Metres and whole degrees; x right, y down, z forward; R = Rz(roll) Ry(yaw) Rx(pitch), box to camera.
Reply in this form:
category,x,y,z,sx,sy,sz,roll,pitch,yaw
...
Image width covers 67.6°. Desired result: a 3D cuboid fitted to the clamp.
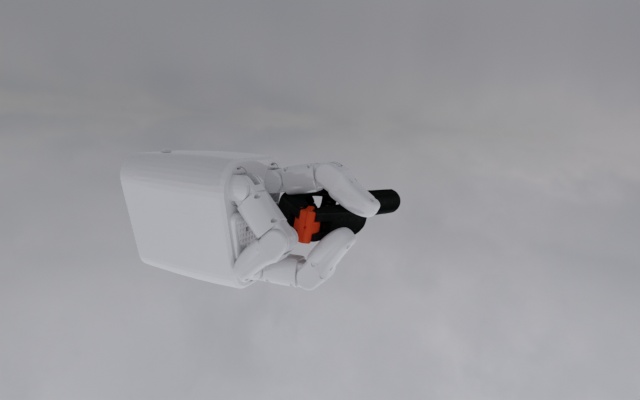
category,x,y,z,sx,sy,sz,roll,pitch,yaw
clamp,0.000,0.002,0.455,0.120,0.039,0.171,8,10,22
